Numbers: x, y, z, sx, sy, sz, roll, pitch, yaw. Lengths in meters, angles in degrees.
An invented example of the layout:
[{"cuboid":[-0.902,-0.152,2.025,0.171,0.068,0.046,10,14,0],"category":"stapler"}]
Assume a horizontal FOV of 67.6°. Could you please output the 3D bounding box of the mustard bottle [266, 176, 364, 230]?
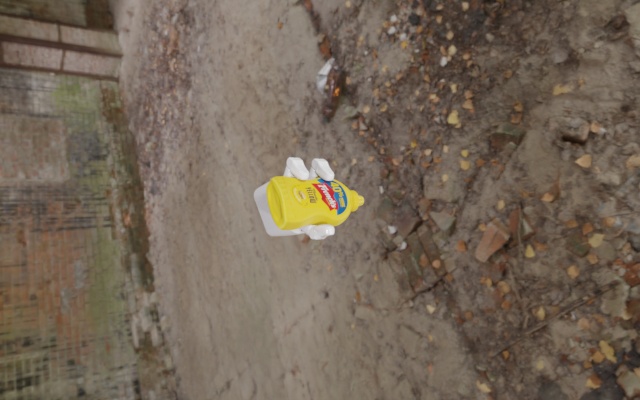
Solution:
[{"cuboid":[0.000,0.003,0.881,0.191,0.096,0.058,-1,-32,-34],"category":"mustard bottle"}]
